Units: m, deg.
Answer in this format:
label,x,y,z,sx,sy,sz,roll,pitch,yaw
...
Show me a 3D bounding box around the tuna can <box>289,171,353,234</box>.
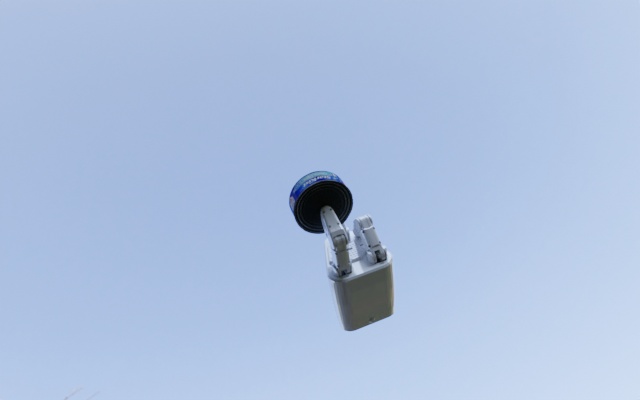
label,x,y,z,sx,sy,sz,roll,pitch,yaw
tuna can,0.000,0.002,0.667,0.086,0.086,0.033,0,30,-21
